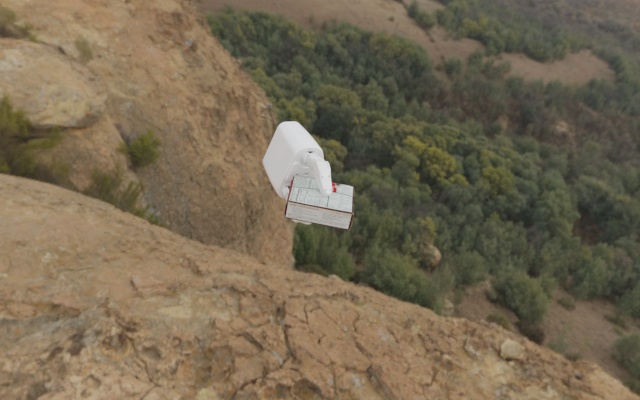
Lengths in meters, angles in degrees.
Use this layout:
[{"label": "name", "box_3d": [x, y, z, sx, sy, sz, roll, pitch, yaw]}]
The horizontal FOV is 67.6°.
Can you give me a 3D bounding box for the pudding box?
[{"label": "pudding box", "box_3d": [0.000, 0.002, 0.807, 0.113, 0.039, 0.090, 10, 32, -1]}]
